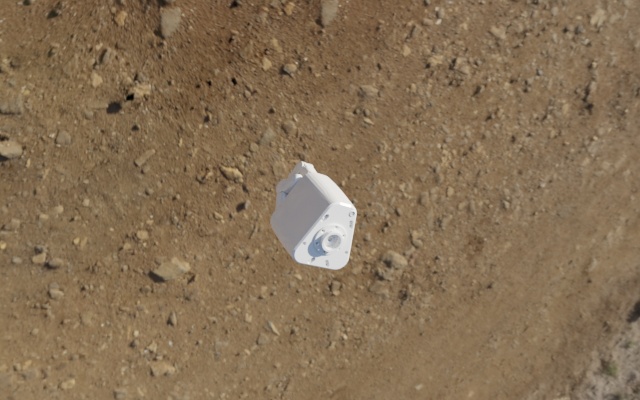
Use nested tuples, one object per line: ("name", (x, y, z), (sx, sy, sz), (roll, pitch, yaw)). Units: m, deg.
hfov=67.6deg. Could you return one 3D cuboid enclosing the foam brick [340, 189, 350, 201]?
("foam brick", (0.000, 0.003, 0.798), (0.078, 0.053, 0.051), (15, 17, -29))
